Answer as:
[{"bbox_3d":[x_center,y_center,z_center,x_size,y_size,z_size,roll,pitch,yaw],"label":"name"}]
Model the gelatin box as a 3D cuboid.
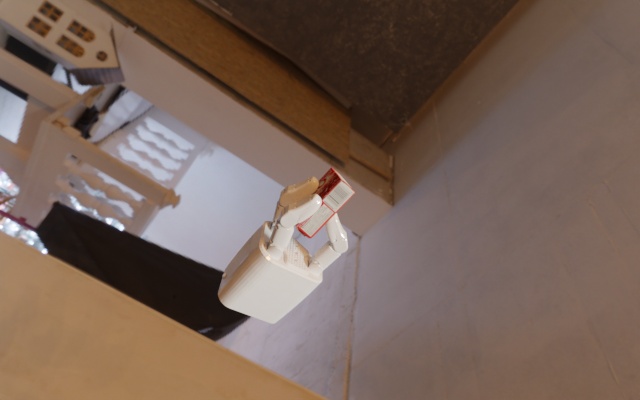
[{"bbox_3d":[0.001,0.002,0.653,0.030,0.089,0.073,42,6,-18],"label":"gelatin box"}]
